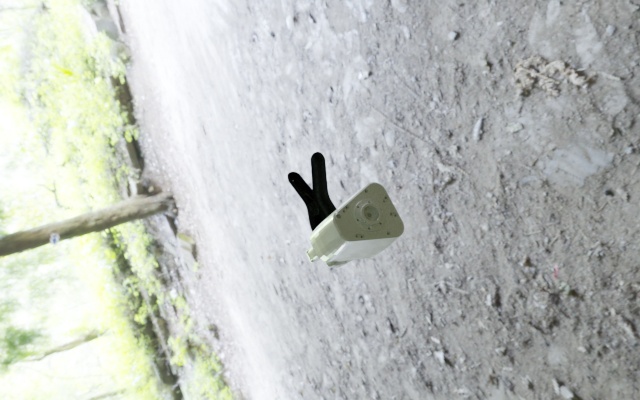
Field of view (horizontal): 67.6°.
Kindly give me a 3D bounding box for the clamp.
[{"bbox_3d":[0.000,0.003,0.821,0.039,0.171,0.120,-21,-13,-25],"label":"clamp"}]
